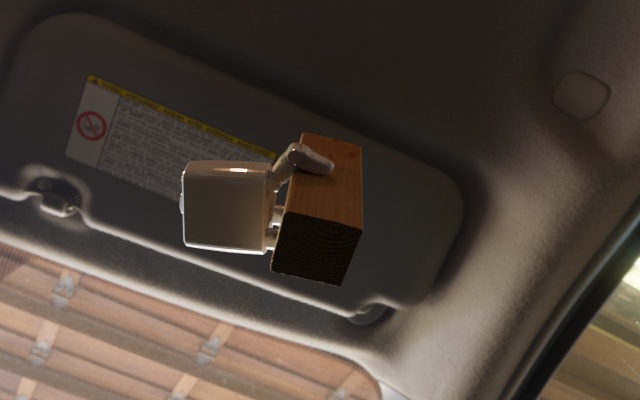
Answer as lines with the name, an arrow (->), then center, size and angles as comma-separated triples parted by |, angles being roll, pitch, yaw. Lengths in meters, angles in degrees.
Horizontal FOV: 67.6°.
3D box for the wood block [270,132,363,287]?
wood block -> 0.000, 0.002, 0.622 | 0.090, 0.091, 0.206 | 14, 33, -5
